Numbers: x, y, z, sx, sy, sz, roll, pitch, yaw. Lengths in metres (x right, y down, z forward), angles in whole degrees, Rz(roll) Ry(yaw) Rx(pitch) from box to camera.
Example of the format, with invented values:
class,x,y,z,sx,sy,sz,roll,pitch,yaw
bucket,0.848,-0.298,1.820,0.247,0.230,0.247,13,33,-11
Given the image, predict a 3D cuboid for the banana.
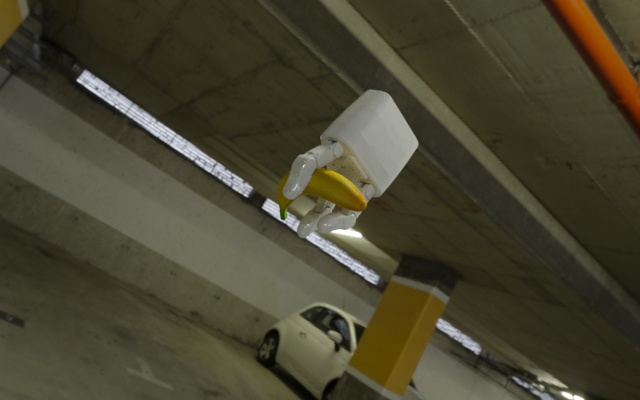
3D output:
class,x,y,z,sx,sy,sz,roll,pitch,yaw
banana,-0.010,-0.014,0.641,0.037,0.069,0.198,-35,14,-30
